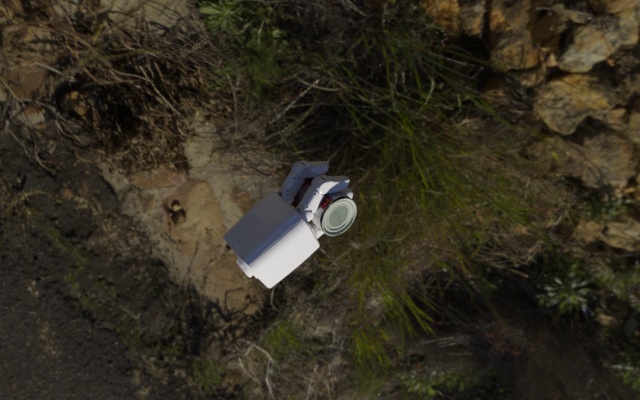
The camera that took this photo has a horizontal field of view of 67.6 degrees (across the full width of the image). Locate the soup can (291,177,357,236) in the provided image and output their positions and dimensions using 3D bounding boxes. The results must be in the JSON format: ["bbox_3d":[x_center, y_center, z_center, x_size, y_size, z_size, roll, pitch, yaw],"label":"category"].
[{"bbox_3d":[0.001,0.002,0.748,0.068,0.068,0.102,0,27,-39],"label":"soup can"}]
